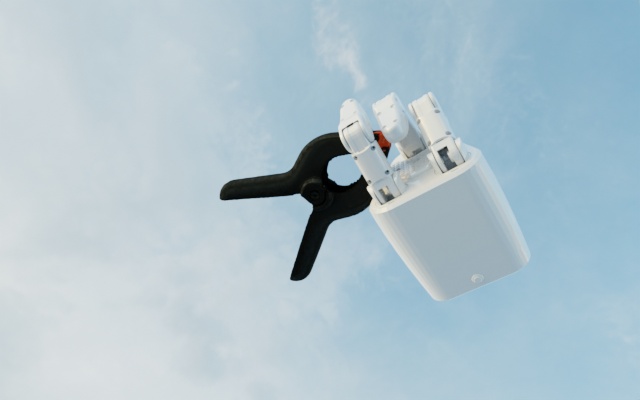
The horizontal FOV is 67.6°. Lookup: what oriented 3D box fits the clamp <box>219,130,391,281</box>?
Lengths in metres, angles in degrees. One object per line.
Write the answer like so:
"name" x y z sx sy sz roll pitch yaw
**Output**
"clamp" 0.000 0.001 0.445 0.171 0.120 0.039 -28 17 23
